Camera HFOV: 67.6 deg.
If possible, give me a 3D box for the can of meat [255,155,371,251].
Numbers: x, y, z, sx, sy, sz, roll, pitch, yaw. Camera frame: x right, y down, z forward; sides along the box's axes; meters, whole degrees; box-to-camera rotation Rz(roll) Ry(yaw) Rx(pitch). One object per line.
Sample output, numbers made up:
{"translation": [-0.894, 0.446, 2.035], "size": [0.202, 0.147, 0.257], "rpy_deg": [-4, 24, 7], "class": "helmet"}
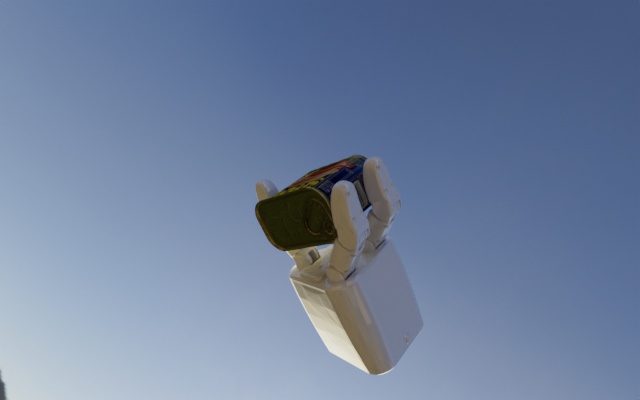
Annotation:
{"translation": [0.000, 0.001, 0.473], "size": [0.102, 0.057, 0.084], "rpy_deg": [-15, 16, 46], "class": "can of meat"}
